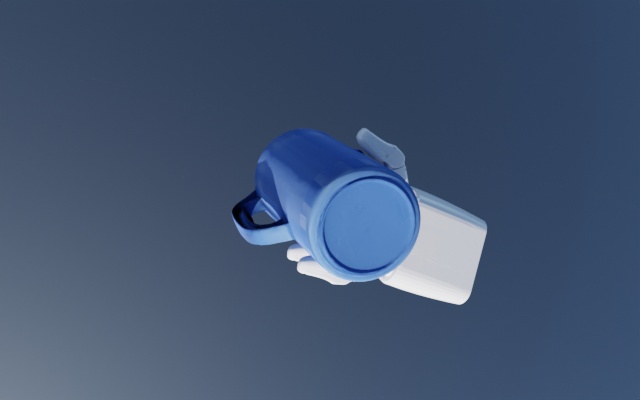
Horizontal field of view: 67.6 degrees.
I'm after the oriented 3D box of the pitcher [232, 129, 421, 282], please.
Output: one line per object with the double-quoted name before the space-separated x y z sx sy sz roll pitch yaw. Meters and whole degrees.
"pitcher" 0.000 0.002 0.527 0.145 0.149 0.242 22 6 -20
